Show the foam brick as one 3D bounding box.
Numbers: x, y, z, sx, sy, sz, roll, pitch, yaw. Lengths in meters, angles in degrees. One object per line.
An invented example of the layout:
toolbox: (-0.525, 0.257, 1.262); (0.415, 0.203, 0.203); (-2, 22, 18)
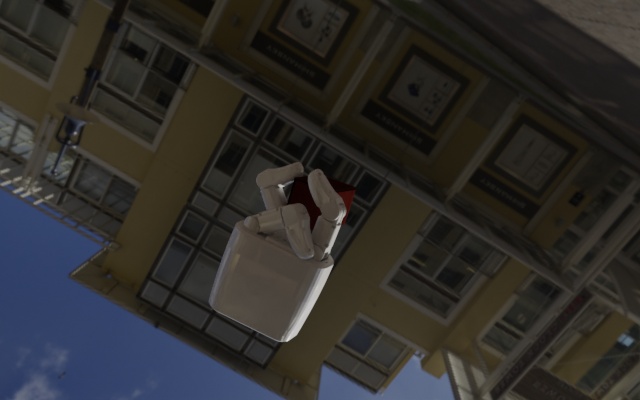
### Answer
foam brick: (0.000, 0.002, 0.580); (0.053, 0.051, 0.078); (21, 13, 22)
